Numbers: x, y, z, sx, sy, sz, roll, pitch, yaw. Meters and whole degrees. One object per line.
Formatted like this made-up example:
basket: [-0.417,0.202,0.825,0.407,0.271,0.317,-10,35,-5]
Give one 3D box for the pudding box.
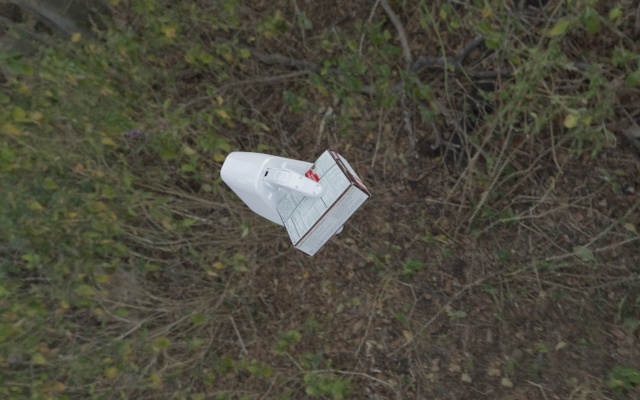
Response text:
pudding box: [0.000,0.002,0.607,0.039,0.113,0.090,29,19,-37]
